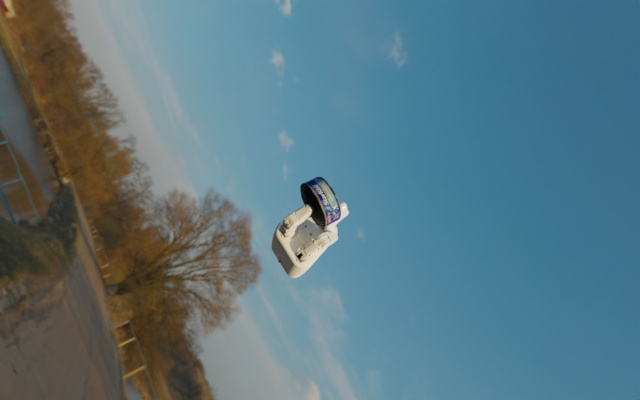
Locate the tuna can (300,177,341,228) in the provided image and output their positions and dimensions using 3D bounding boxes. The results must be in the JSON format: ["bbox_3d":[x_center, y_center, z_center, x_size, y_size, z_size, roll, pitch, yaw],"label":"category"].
[{"bbox_3d":[0.001,0.002,0.829,0.033,0.086,0.086,-26,9,-18],"label":"tuna can"}]
